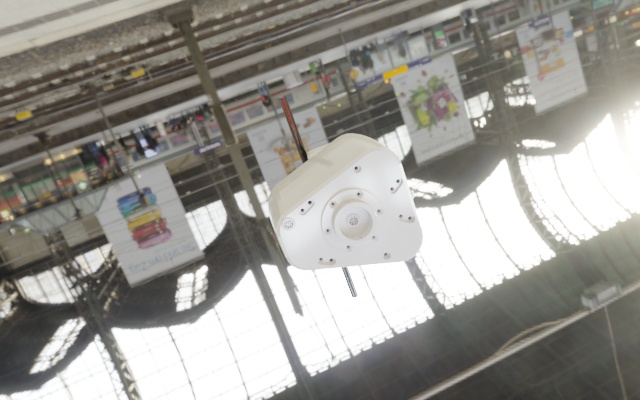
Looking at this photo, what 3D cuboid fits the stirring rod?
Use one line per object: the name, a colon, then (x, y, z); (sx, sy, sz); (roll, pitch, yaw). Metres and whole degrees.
stirring rod: (0.000, 0.002, 0.529); (0.011, 0.239, 0.011); (-19, 13, 5)
